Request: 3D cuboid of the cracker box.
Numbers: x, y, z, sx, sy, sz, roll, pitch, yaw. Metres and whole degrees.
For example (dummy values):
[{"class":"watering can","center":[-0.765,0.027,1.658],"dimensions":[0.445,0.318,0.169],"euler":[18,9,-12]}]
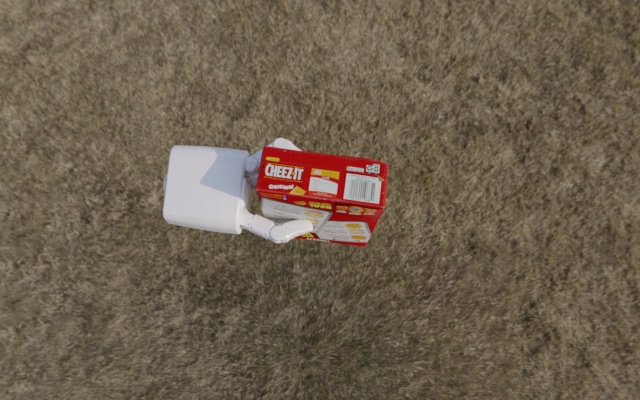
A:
[{"class":"cracker box","center":[0.000,0.002,0.695],"dimensions":[0.164,0.072,0.214],"euler":[7,-18,1]}]
